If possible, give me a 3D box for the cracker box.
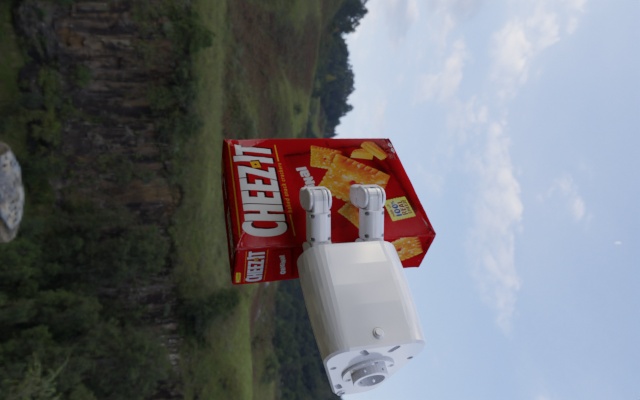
[{"bbox_3d":[0.000,0.002,0.547,0.214,0.164,0.072,-2,-42,-15],"label":"cracker box"}]
